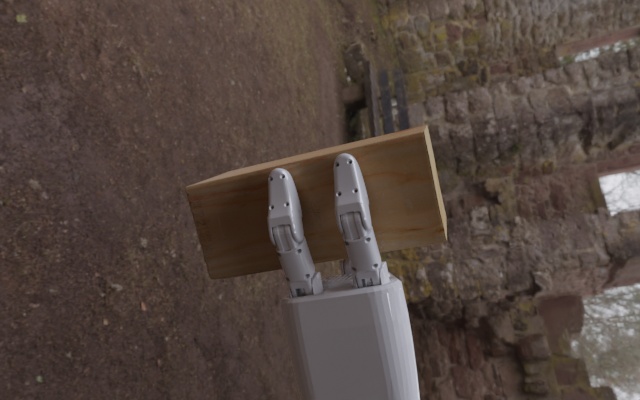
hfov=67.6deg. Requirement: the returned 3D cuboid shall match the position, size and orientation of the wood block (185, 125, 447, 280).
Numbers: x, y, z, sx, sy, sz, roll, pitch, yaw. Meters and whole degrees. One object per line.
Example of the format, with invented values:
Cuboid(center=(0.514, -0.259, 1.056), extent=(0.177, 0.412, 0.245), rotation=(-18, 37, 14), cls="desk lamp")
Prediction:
Cuboid(center=(0.000, 0.002, 0.428), extent=(0.206, 0.090, 0.091), rotation=(-11, 8, 16), cls="wood block")
